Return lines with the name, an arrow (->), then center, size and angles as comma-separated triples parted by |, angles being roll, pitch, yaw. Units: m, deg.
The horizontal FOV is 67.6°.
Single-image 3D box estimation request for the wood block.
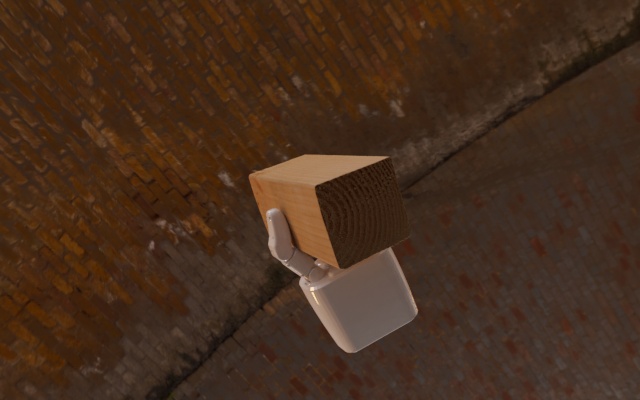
wood block -> 0.000, 0.002, 0.555 | 0.091, 0.090, 0.206 | -23, 15, -22
